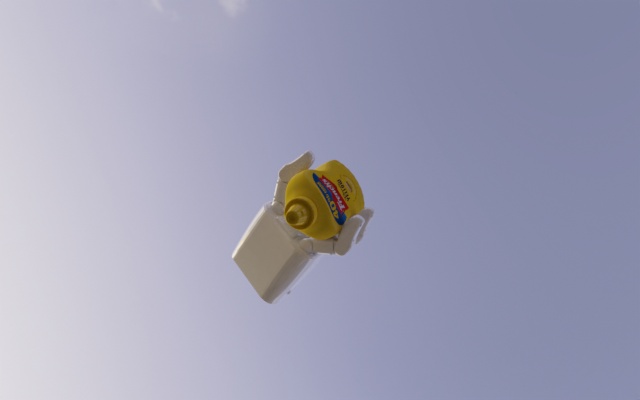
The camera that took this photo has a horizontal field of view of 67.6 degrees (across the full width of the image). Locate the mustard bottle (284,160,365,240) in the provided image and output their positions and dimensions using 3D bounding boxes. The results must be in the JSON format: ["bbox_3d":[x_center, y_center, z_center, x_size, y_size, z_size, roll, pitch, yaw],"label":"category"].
[{"bbox_3d":[0.000,0.002,0.651,0.058,0.096,0.191,-26,1,25],"label":"mustard bottle"}]
